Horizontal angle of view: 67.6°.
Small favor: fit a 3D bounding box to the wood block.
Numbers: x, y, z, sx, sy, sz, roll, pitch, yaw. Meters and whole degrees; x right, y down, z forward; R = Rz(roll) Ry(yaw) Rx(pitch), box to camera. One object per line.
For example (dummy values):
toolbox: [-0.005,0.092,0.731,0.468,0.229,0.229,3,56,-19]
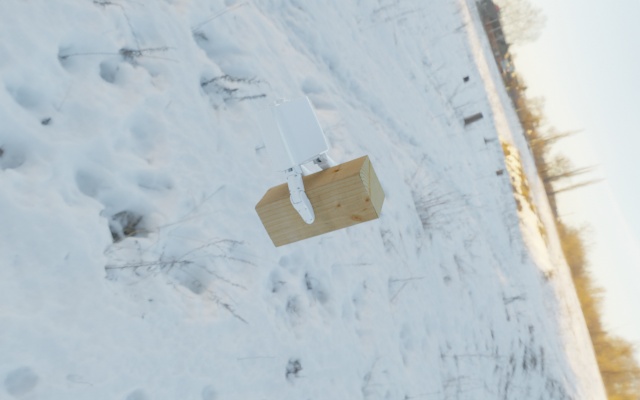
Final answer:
wood block: [0.000,0.003,0.861,0.206,0.090,0.090,-18,20,23]
